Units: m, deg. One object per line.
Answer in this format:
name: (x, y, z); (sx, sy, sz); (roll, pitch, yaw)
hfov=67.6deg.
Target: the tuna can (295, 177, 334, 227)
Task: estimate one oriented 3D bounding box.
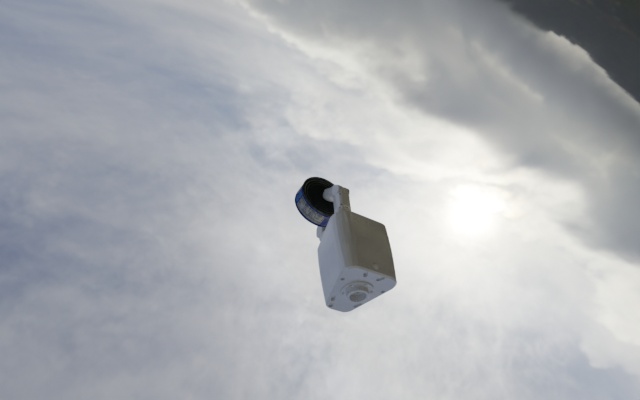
tuna can: (0.000, 0.003, 0.811); (0.086, 0.086, 0.034); (0, -38, -39)
